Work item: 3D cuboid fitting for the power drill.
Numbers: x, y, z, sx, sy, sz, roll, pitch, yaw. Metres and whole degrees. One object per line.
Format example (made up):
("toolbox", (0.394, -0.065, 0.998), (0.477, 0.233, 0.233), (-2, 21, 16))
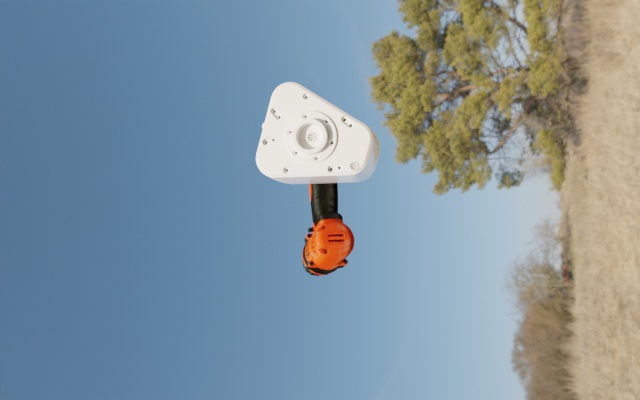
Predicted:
("power drill", (0.000, 0.002, 0.624), (0.057, 0.187, 0.184), (-3, -15, -11))
